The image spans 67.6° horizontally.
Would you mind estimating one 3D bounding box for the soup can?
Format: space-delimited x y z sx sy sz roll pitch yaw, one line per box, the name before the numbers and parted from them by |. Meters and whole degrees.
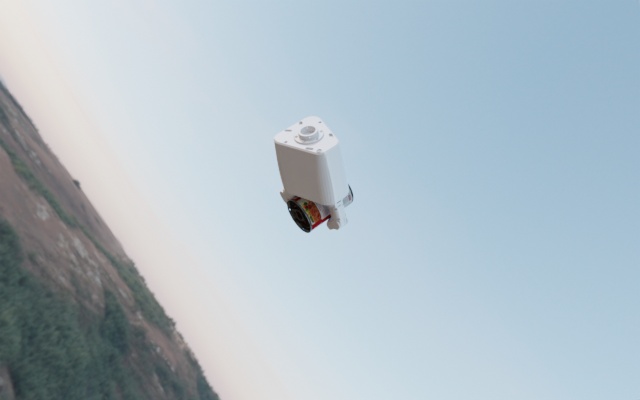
soup can | 0.001 0.003 0.855 0.102 0.068 0.068 -34 15 -23
